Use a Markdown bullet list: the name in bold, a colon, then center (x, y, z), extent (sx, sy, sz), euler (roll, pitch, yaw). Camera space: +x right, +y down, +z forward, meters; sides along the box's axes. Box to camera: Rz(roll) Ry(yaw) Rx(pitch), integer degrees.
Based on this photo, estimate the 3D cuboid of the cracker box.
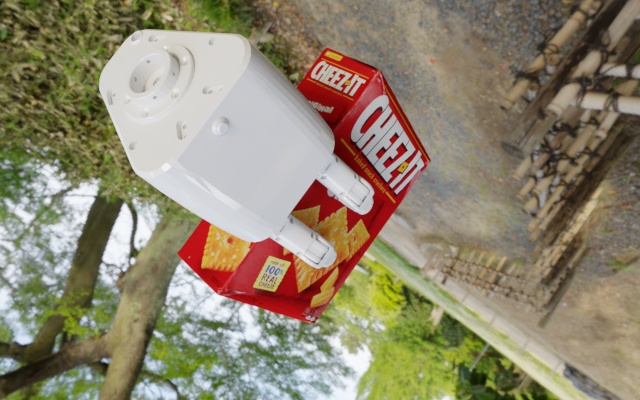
- **cracker box**: center (0.000, 0.001, 0.440), extent (0.072, 0.213, 0.164), euler (34, -3, 34)
